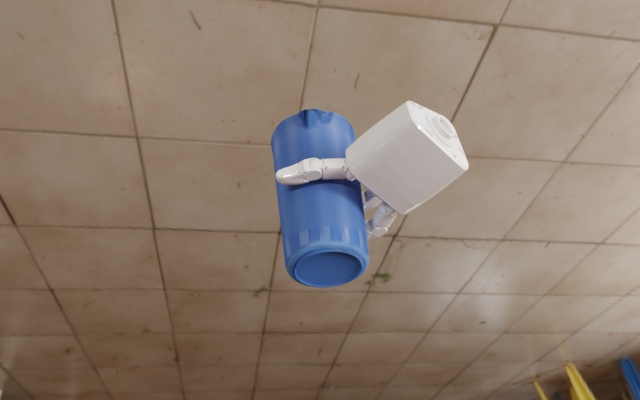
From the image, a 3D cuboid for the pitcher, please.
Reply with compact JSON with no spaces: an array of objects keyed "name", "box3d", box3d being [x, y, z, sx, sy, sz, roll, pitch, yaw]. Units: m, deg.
[{"name":"pitcher","box3d":[0.000,0.002,0.688,0.149,0.242,0.145,28,-50,-35]}]
